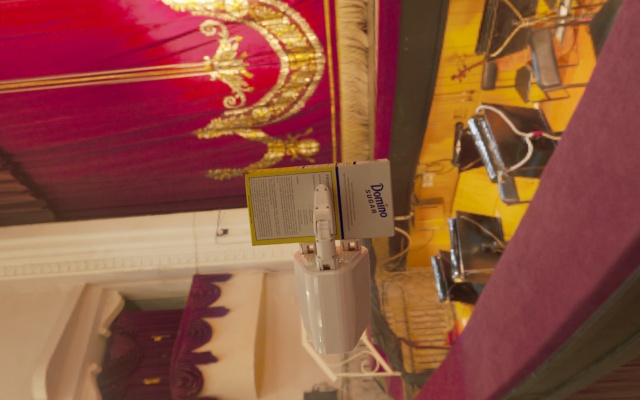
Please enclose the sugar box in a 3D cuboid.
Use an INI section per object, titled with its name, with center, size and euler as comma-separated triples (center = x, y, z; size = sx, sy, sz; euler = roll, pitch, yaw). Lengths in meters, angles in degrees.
[sugar box]
center = 0.000, 0.002, 0.589
size = 0.176, 0.093, 0.048
euler = -4, 10, 3
